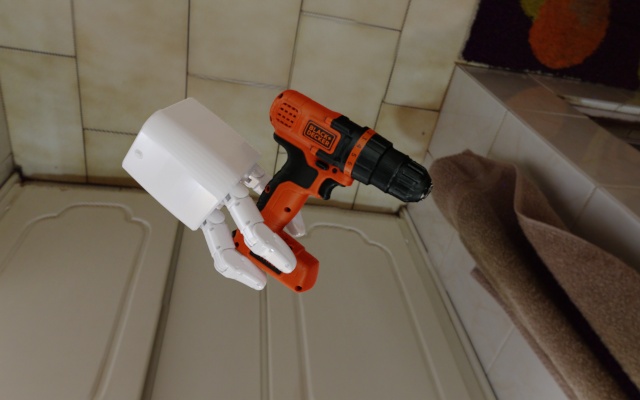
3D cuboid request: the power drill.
[{"bbox_3d":[0.000,0.002,0.506,0.184,0.188,0.057,33,18,15],"label":"power drill"}]
